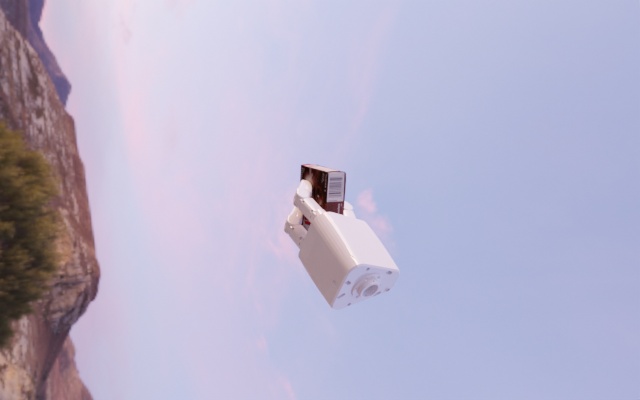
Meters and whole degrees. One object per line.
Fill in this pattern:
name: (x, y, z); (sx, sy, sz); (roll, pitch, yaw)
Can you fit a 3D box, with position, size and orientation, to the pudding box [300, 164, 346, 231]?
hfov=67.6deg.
pudding box: (0.000, 0.003, 0.769); (0.039, 0.113, 0.090); (-1, 11, -32)
